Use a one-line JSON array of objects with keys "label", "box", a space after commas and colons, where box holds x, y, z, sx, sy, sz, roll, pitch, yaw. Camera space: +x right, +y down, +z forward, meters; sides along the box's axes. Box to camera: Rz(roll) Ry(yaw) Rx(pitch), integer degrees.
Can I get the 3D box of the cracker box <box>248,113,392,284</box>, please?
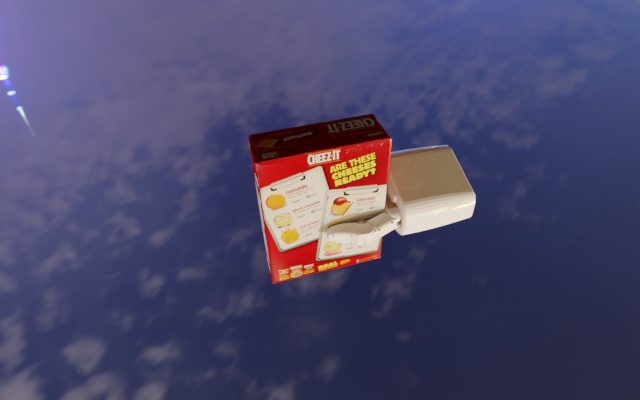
[{"label": "cracker box", "box": [0.000, 0.002, 0.635, 0.164, 0.214, 0.072, -12, 42, -11]}]
